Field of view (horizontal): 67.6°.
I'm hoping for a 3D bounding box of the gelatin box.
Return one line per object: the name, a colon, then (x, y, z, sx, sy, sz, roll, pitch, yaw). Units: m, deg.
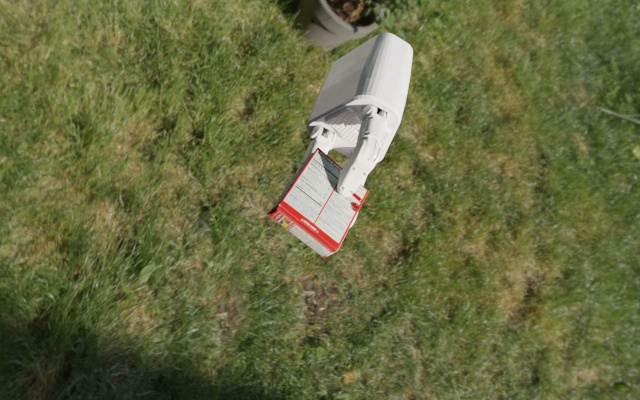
gelatin box: (0.000, 0.002, 0.485, 0.073, 0.089, 0.030, 39, -37, -11)
